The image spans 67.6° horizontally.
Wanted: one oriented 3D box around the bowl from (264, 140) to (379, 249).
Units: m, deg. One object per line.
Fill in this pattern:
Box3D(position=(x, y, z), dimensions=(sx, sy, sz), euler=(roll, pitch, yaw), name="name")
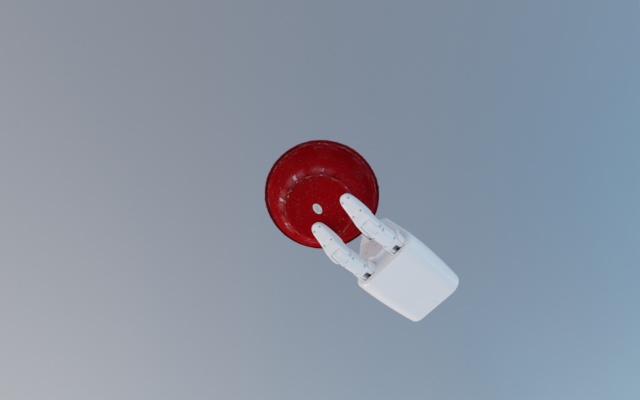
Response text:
Box3D(position=(-0.001, 0.002, 0.647), dimensions=(0.162, 0.162, 0.055), euler=(0, 19, 4), name="bowl")
